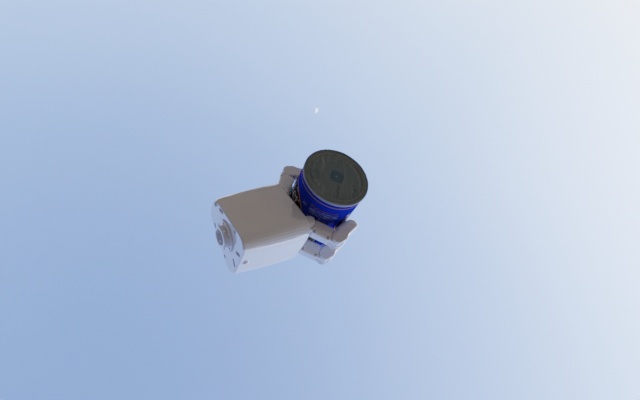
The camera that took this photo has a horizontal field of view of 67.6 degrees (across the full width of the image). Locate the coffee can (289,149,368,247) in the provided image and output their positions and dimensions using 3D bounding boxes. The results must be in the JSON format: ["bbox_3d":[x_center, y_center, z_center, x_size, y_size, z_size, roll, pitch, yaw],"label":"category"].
[{"bbox_3d":[0.000,0.002,0.754,0.103,0.102,0.140,0,-34,-25],"label":"coffee can"}]
